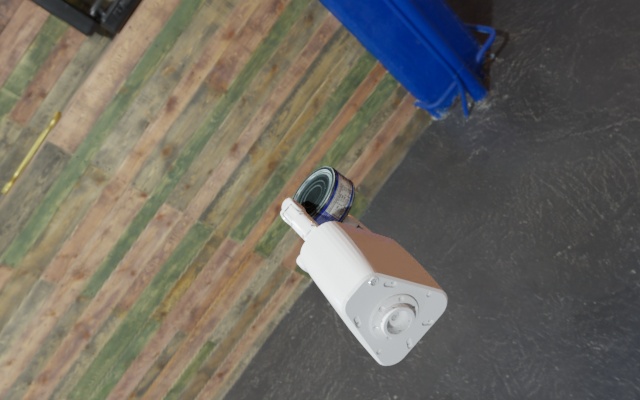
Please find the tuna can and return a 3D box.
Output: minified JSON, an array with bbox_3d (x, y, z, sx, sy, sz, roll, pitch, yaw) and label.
[{"bbox_3d":[0.000,0.002,0.576,0.034,0.086,0.086,35,-18,-27],"label":"tuna can"}]
